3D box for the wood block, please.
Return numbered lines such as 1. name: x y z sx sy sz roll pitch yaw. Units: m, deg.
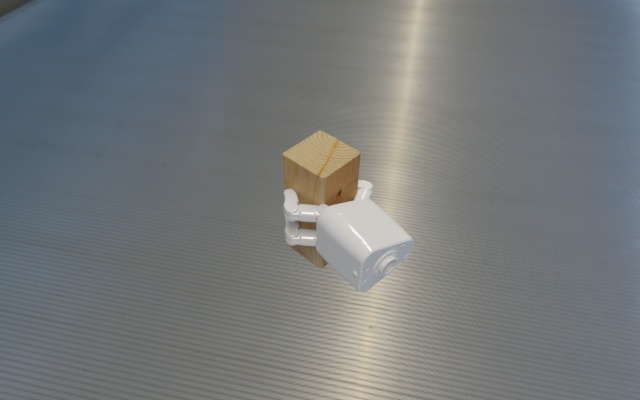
1. wood block: 0.001 0.003 0.802 0.090 0.206 0.090 33 51 29
